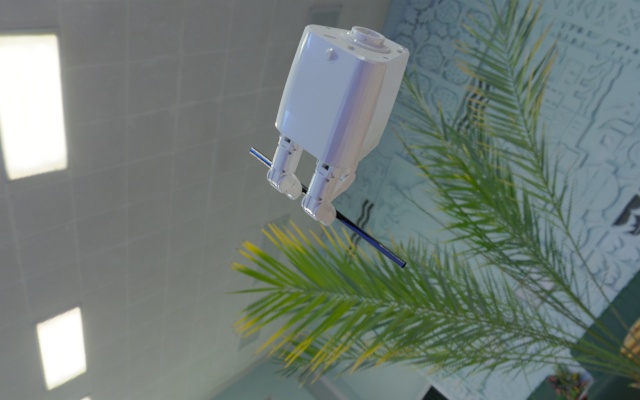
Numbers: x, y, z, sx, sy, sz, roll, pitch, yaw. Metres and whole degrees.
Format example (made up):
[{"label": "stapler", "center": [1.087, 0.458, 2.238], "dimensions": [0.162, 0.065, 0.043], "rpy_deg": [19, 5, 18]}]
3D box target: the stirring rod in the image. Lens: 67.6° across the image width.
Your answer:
[{"label": "stirring rod", "center": [0.000, 0.002, 0.542], "dimensions": [0.239, 0.011, 0.011], "rpy_deg": [37, 19, 27]}]
